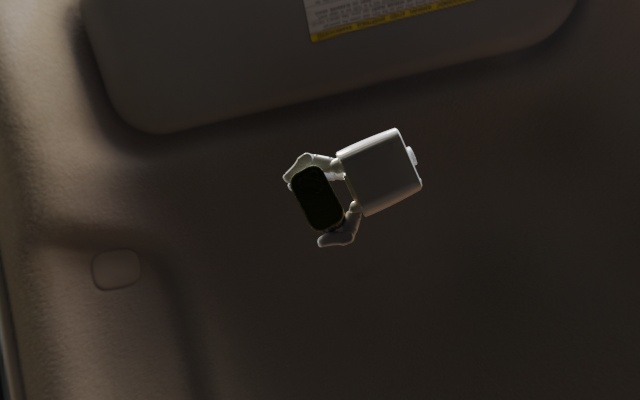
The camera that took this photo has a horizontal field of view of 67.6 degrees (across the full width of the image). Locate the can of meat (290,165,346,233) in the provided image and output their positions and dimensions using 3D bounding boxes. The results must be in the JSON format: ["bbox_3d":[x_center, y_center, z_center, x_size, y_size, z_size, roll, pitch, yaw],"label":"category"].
[{"bbox_3d":[0.000,0.003,0.773,0.057,0.102,0.084,-28,-12,4],"label":"can of meat"}]
